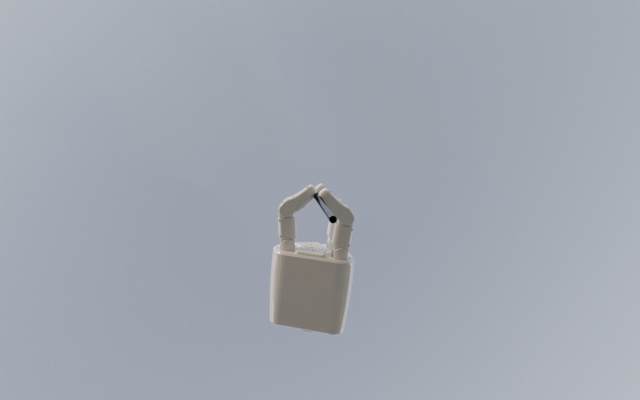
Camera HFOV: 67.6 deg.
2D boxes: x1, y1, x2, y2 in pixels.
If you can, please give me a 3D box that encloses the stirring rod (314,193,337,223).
[{"bbox_3d":[0.000,0.002,0.600,0.011,0.011,0.239,0,8,-6],"label":"stirring rod"}]
